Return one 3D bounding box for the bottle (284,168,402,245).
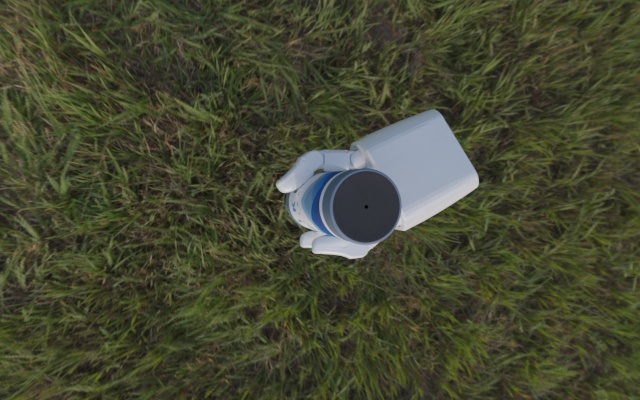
[{"bbox_3d":[0.000,0.002,0.551,0.069,0.069,0.295,0,1,-16],"label":"bottle"}]
